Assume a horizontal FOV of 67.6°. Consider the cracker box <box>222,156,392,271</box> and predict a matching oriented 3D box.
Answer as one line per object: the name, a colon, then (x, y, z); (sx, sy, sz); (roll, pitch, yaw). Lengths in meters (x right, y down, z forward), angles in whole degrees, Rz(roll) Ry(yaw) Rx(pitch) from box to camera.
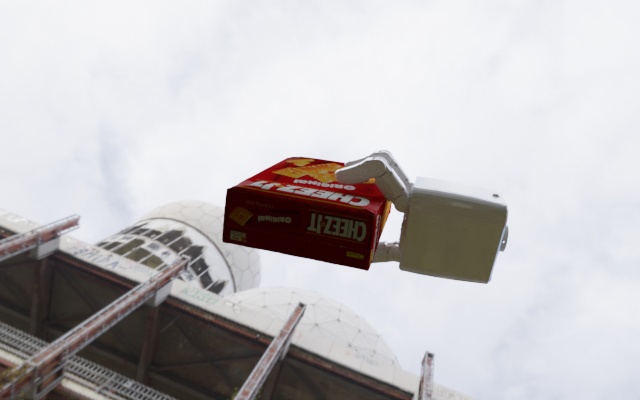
cracker box: (0.000, 0.002, 0.590); (0.164, 0.072, 0.213); (9, 16, 12)
